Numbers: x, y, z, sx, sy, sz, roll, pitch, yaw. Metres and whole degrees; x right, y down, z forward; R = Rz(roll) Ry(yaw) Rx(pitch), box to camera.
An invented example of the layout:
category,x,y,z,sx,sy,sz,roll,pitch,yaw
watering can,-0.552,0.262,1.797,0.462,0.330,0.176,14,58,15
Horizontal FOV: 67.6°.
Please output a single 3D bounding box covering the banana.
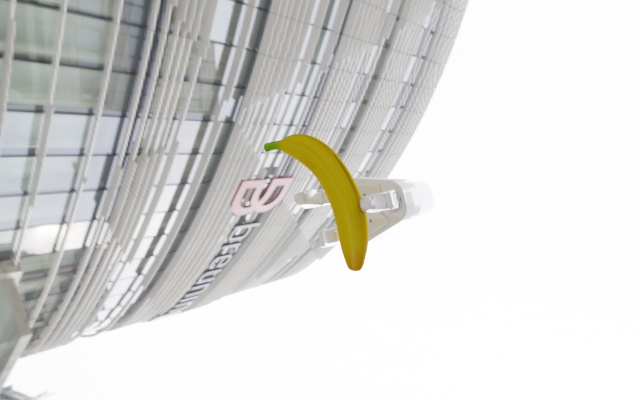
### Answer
category,x,y,z,sx,sy,sz,roll,pitch,yaw
banana,0.010,-0.012,0.570,0.070,0.197,0.037,-44,-19,26
